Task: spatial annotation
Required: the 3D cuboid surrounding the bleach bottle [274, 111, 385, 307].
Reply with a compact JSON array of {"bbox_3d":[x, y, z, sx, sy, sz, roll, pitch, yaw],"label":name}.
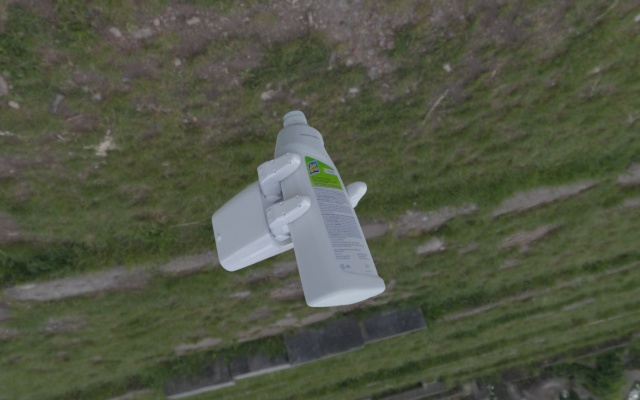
[{"bbox_3d":[0.000,0.002,0.600,0.068,0.250,0.102,-30,-25,34],"label":"bleach bottle"}]
